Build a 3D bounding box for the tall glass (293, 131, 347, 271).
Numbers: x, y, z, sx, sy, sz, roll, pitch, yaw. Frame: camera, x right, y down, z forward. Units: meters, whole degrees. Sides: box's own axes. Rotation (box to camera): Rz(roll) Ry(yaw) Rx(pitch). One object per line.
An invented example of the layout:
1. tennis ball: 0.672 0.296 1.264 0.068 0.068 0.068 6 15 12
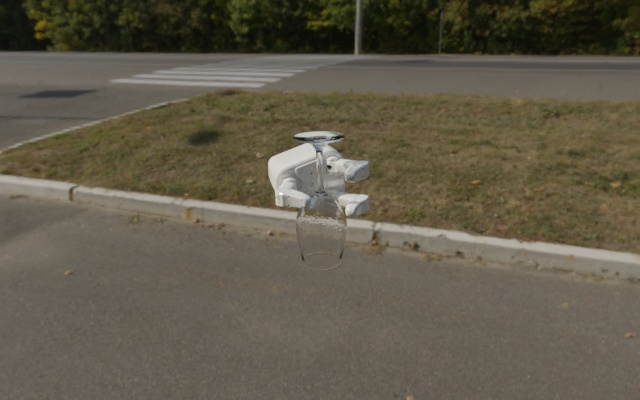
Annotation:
1. tall glass: 0.000 0.002 0.714 0.079 0.201 0.079 -1 19 0
